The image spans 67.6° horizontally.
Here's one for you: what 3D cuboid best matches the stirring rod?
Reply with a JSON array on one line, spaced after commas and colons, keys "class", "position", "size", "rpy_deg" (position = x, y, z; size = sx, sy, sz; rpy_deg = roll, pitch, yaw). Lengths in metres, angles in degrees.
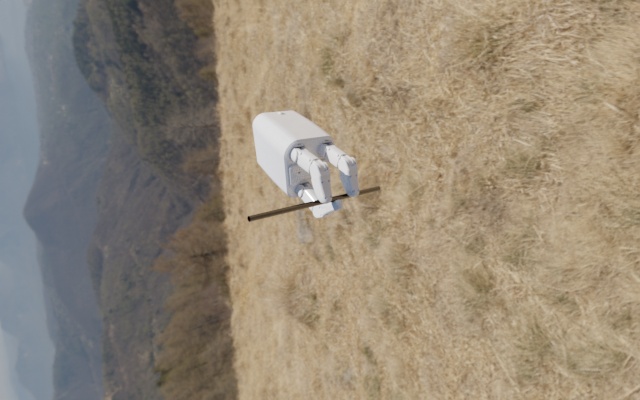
[{"class": "stirring rod", "position": [0.000, 0.002, 0.694], "size": [0.239, 0.011, 0.011], "rpy_deg": [-13, 8, -37]}]
